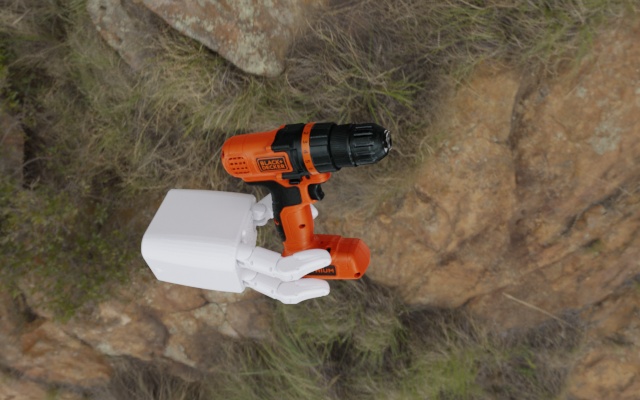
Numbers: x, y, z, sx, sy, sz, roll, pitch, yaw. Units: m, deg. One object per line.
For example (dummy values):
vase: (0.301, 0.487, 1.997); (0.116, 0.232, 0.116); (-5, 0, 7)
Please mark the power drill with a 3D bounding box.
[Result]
power drill: (0.000, 0.002, 0.527); (0.184, 0.188, 0.057); (-2, 34, 24)
